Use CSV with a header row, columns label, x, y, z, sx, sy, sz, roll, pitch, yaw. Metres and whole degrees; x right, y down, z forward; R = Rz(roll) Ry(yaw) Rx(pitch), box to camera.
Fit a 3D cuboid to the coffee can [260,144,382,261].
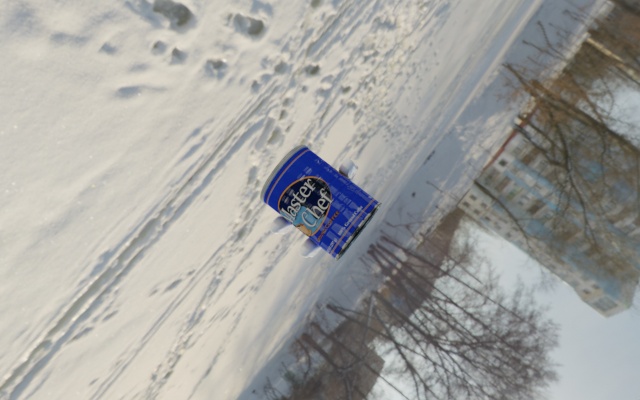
label,x,y,z,sx,sy,sz,roll,pitch,yaw
coffee can,0.000,0.002,0.678,0.140,0.103,0.103,38,7,9
